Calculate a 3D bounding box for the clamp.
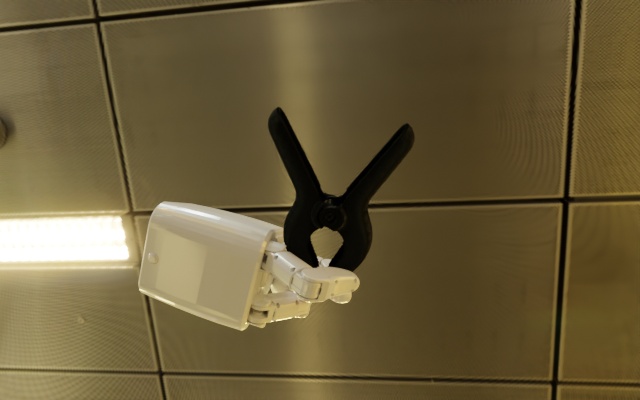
[{"bbox_3d":[0.000,0.001,0.416,0.120,0.171,0.039,18,17,6],"label":"clamp"}]
